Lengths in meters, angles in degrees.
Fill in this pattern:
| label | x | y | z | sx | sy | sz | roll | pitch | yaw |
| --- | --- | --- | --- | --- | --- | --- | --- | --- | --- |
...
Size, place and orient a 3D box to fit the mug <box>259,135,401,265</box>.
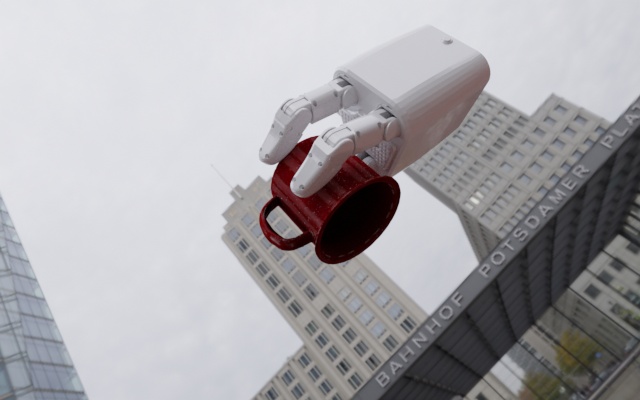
| label | x | y | z | sx | sy | sz | roll | pitch | yaw |
| --- | --- | --- | --- | --- | --- | --- | --- | --- | --- |
| mug | -0.001 | 0.002 | 0.419 | 0.117 | 0.093 | 0.081 | -32 | 54 | -20 |
